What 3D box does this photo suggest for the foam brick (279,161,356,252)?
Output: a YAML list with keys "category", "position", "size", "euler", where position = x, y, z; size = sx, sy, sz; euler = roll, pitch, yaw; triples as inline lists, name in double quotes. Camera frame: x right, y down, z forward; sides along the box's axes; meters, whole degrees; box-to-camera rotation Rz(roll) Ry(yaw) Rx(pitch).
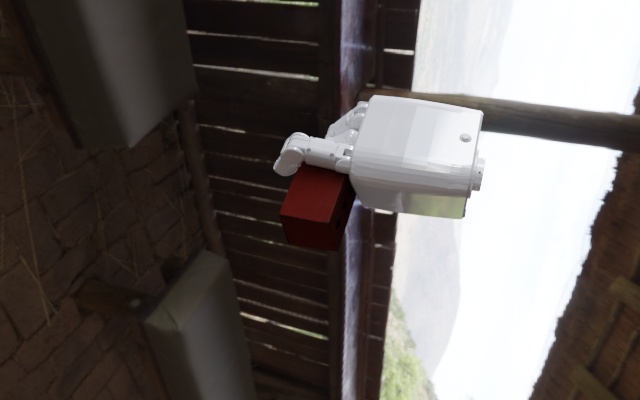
- category: "foam brick"
  position: [0.000, 0.002, 0.462]
  size: [0.051, 0.078, 0.053]
  euler: [11, -32, 16]
